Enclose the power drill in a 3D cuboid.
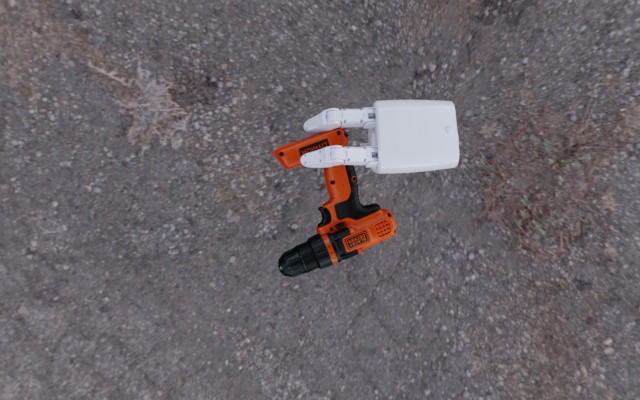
[{"bbox_3d":[0.000,0.002,0.686,0.184,0.188,0.057,-23,13,-8],"label":"power drill"}]
